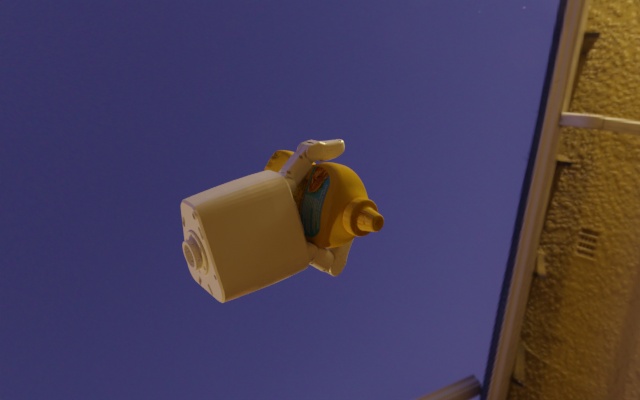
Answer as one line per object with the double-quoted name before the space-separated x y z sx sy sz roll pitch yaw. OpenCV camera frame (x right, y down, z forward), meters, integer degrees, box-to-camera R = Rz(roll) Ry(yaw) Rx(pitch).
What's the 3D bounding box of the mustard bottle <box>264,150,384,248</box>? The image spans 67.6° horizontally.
"mustard bottle" 0.000 0.002 0.553 0.058 0.096 0.191 8 8 -39
